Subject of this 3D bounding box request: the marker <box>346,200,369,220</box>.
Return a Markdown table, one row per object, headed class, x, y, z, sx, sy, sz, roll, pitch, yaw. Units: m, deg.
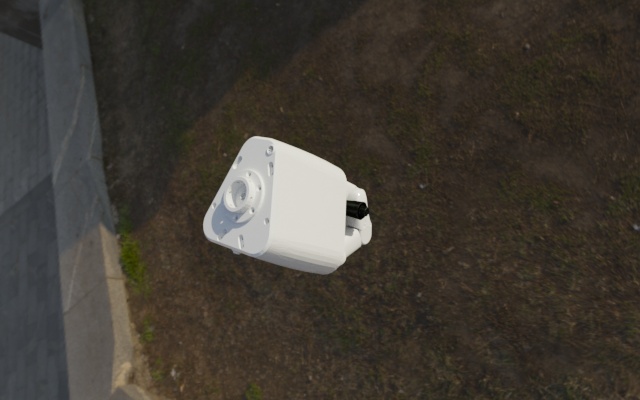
| class | x | y | z | sx | sy | sz | roll | pitch | yaw |
| --- | --- | --- | --- | --- | --- | --- | --- | --- | --- |
| marker | 0.000 | 0.002 | 0.514 | 0.121 | 0.020 | 0.020 | 12 | 8 | 39 |
